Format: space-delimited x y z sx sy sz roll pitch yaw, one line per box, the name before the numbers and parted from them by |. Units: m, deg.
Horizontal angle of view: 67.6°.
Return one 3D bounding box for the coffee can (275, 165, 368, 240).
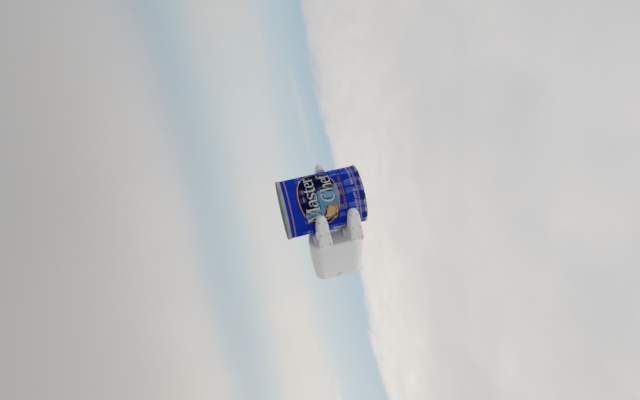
coffee can | 0.000 0.003 0.830 0.140 0.103 0.103 -13 1 -7
